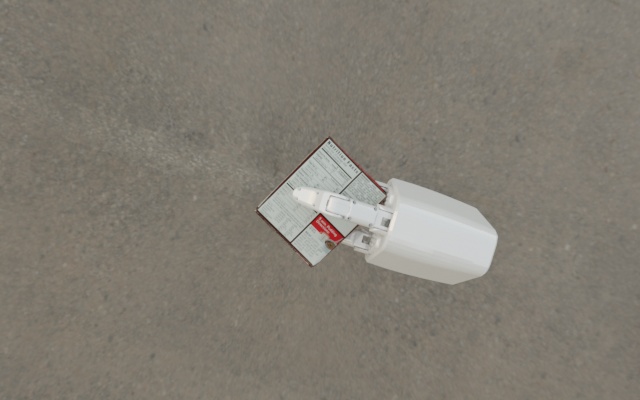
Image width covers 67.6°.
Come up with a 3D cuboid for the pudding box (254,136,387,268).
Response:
[{"bbox_3d":[0.000,0.002,0.507,0.113,0.090,0.039,-45,3,-2],"label":"pudding box"}]
